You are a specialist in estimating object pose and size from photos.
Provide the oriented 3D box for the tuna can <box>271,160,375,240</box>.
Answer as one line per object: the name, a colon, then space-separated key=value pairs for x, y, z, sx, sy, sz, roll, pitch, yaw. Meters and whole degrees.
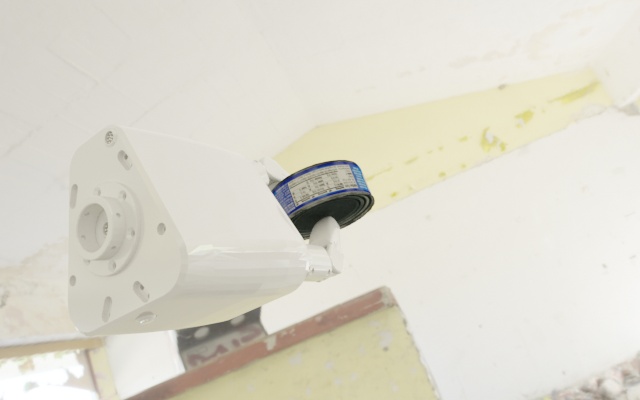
tuna can: x=0.000 y=0.001 z=0.402 sx=0.086 sy=0.033 sz=0.086 roll=-18 pitch=-21 yaw=-7
